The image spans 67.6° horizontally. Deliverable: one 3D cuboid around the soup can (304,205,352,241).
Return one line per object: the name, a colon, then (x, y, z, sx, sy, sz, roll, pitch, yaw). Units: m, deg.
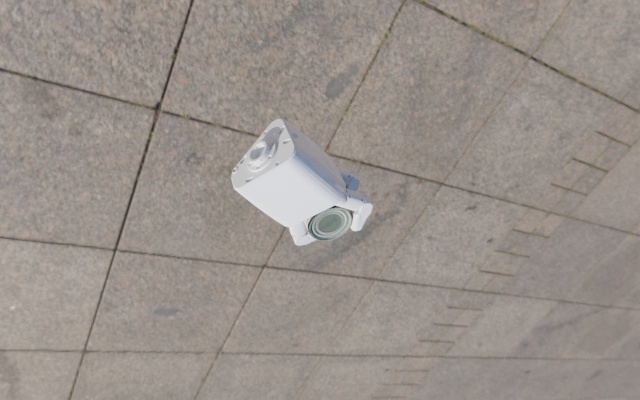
soup can: (0.000, 0.003, 0.712, 0.068, 0.068, 0.102, 0, 39, -22)
